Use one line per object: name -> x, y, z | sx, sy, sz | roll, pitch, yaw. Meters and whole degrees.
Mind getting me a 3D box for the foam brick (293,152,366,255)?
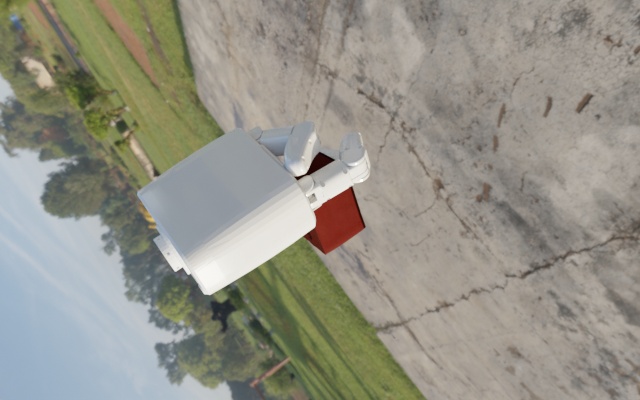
foam brick -> 0.000, 0.002, 0.455 | 0.051, 0.078, 0.053 | -35, 38, -18
